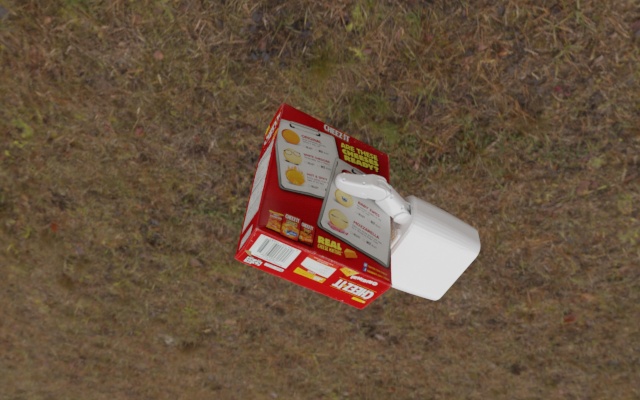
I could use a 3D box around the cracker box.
[{"bbox_3d":[0.000,0.002,0.573,0.164,0.213,0.072,24,-47,-18],"label":"cracker box"}]
